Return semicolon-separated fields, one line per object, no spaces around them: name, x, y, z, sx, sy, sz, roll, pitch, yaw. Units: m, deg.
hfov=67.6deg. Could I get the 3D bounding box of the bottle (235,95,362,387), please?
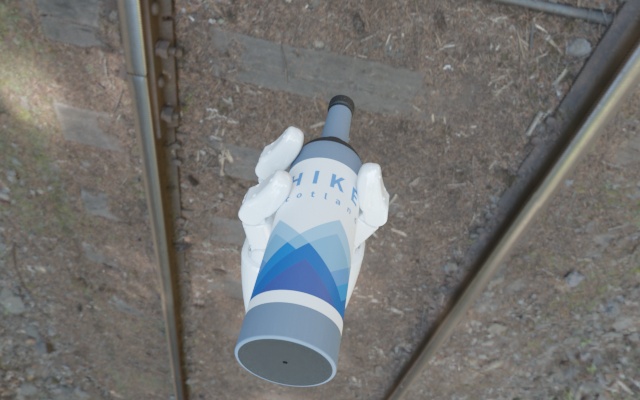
bottle;0.000;0.001;0.407;0.069;0.069;0.295;6;45;6
